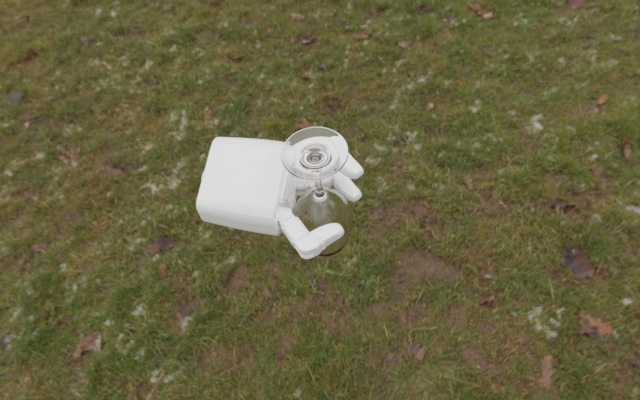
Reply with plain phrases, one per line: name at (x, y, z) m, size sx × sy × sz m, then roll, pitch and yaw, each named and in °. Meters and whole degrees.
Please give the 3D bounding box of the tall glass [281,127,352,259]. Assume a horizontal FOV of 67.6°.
tall glass at (0.000, 0.002, 0.602) m, size 0.079 × 0.079 × 0.201 m, roll 0°, pitch -34°, yaw 5°
